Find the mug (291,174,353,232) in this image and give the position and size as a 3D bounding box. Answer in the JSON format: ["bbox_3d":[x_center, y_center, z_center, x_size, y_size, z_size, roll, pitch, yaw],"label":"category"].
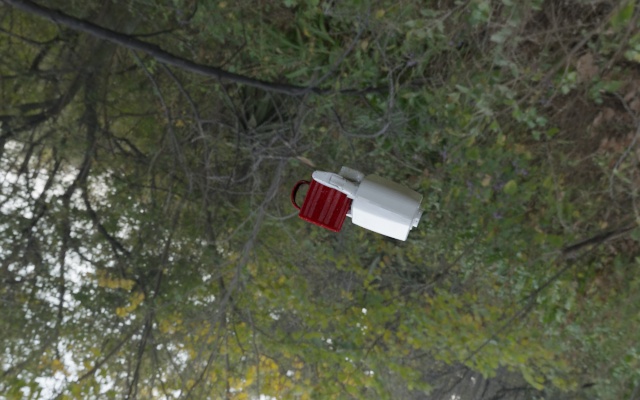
[{"bbox_3d":[-0.001,0.003,0.872,0.117,0.081,0.093,21,-4,13],"label":"mug"}]
